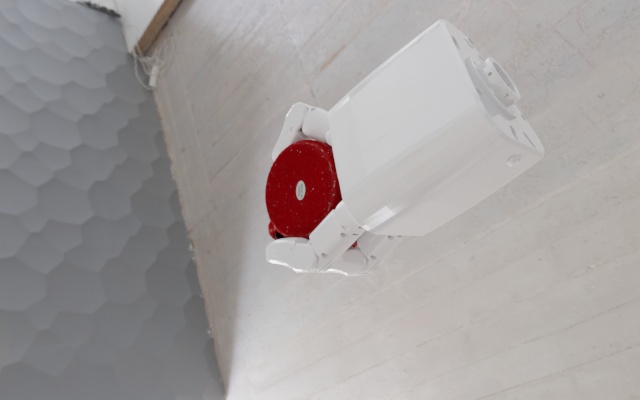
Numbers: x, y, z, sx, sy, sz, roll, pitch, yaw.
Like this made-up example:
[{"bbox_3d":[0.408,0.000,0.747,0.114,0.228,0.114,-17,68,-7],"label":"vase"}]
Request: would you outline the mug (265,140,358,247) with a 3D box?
[{"bbox_3d":[-0.001,0.002,0.410,0.117,0.093,0.081,-38,-29,32],"label":"mug"}]
